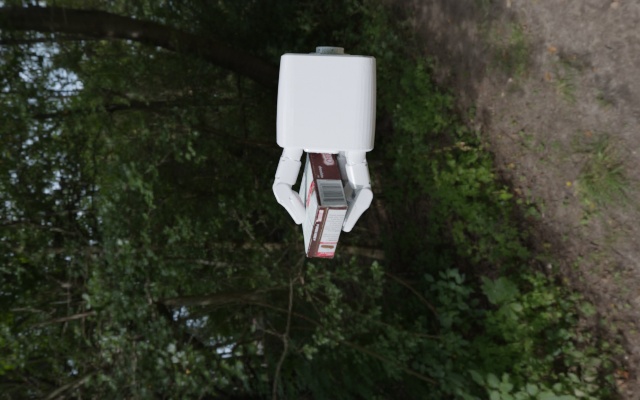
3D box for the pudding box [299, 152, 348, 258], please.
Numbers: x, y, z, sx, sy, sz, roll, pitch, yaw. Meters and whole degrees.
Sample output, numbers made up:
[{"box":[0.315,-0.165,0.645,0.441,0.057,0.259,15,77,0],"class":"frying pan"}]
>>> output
[{"box":[0.000,0.002,0.602,0.039,0.090,0.113,3,42,-11],"class":"pudding box"}]
